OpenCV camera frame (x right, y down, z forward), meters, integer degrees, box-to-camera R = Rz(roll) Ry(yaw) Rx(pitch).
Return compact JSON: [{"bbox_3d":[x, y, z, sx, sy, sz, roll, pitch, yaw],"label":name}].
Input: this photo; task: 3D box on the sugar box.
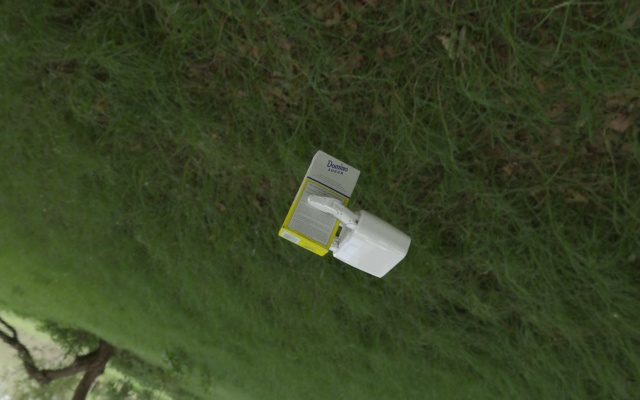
[{"bbox_3d":[0.000,0.003,0.887,0.093,0.176,0.048,27,-27,-7],"label":"sugar box"}]
